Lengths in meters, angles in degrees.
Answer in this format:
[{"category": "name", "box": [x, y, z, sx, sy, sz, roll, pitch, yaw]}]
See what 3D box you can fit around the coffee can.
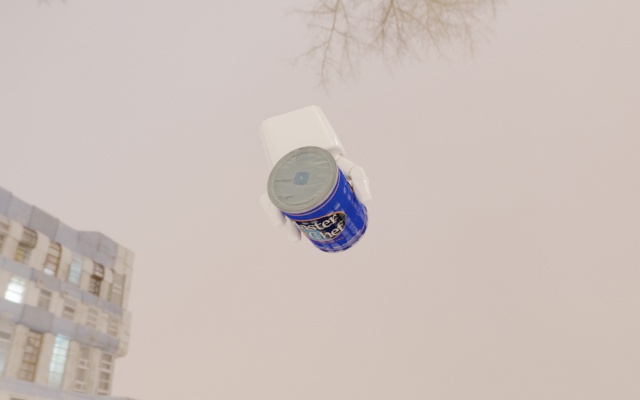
[{"category": "coffee can", "box": [0.000, 0.002, 0.692, 0.103, 0.102, 0.140, 0, -28, 25]}]
